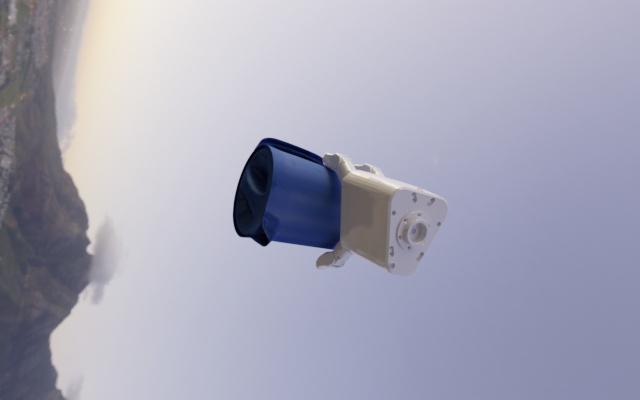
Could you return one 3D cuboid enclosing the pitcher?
[{"bbox_3d":[0.000,0.002,0.722,0.243,0.149,0.145,15,3,-29],"label":"pitcher"}]
